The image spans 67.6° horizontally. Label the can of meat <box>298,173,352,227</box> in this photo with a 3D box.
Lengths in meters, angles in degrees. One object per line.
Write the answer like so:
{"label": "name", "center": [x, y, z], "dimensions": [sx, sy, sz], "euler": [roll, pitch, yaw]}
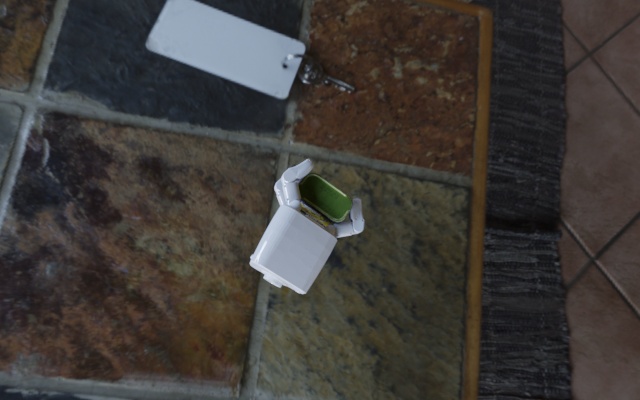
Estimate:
{"label": "can of meat", "center": [0.000, 0.003, 0.829], "dimensions": [0.102, 0.057, 0.084], "euler": [35, -15, -2]}
